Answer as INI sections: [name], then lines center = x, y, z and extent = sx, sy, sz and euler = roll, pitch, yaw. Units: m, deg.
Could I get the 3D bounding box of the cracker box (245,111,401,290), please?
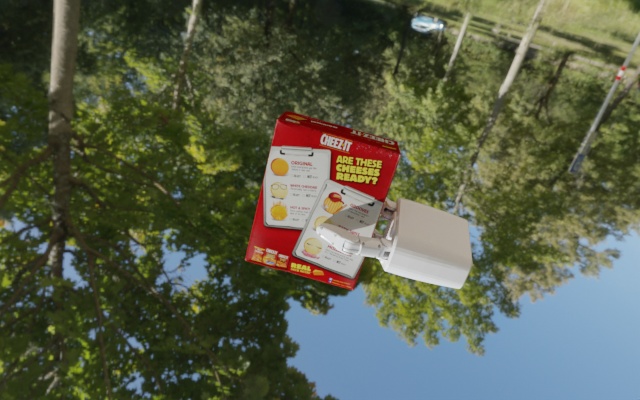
[cracker box]
center = 0.000, 0.002, 0.665
extent = 0.164, 0.214, 0.072
euler = 16, 23, -1
